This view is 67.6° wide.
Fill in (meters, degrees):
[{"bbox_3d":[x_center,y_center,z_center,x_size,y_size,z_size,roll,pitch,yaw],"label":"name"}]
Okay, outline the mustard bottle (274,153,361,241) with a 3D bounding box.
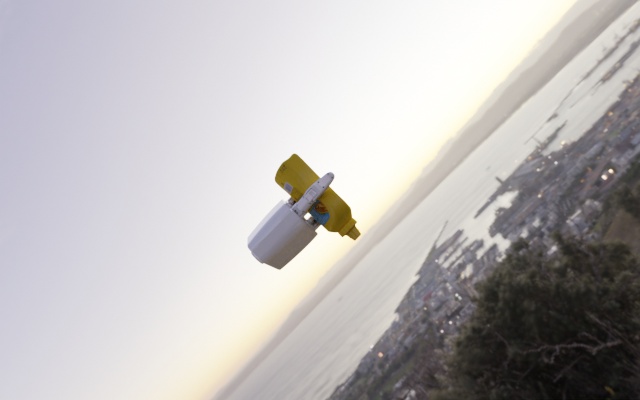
[{"bbox_3d":[0.000,0.002,0.887,0.058,0.191,0.096,-43,-7,-25],"label":"mustard bottle"}]
